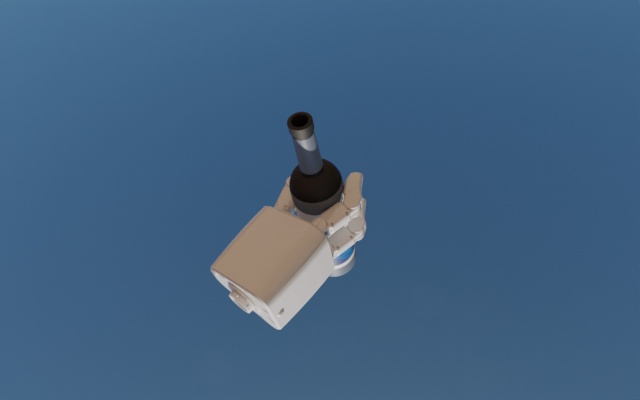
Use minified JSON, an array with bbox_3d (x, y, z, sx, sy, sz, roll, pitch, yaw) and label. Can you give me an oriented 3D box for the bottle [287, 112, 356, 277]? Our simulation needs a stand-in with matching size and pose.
[{"bbox_3d":[0.000,0.002,0.616,0.069,0.069,0.296,0,-35,10],"label":"bottle"}]
